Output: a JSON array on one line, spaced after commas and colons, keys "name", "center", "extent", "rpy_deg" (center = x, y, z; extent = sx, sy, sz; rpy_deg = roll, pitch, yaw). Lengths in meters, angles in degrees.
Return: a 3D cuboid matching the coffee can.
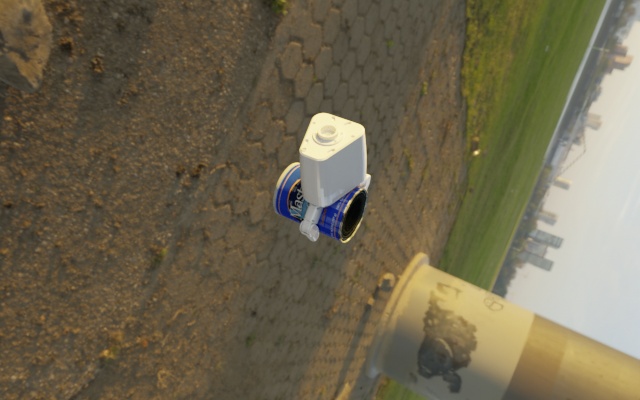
[{"name": "coffee can", "center": [0.000, 0.003, 0.861], "extent": [0.140, 0.103, 0.103], "rpy_deg": [23, 9, 22]}]
